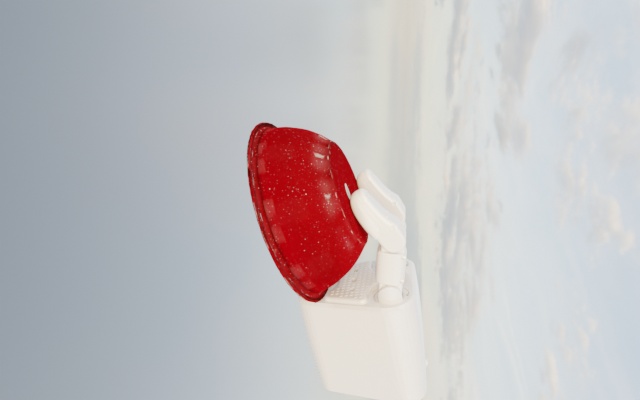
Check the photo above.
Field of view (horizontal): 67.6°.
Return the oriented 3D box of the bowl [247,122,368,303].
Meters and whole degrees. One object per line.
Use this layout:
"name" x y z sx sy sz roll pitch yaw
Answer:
"bowl" 0.000 0.000 0.408 0.055 0.162 0.162 -18 -5 16
